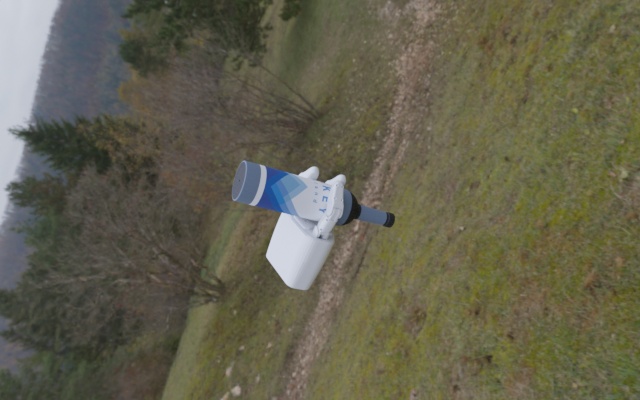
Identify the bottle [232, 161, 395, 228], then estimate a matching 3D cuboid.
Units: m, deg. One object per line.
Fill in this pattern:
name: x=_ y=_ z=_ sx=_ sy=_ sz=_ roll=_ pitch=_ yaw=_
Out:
bottle: x=0.000 y=0.003 z=0.818 sx=0.296 sy=0.069 sz=0.069 roll=15 pitch=-6 yaw=-24
